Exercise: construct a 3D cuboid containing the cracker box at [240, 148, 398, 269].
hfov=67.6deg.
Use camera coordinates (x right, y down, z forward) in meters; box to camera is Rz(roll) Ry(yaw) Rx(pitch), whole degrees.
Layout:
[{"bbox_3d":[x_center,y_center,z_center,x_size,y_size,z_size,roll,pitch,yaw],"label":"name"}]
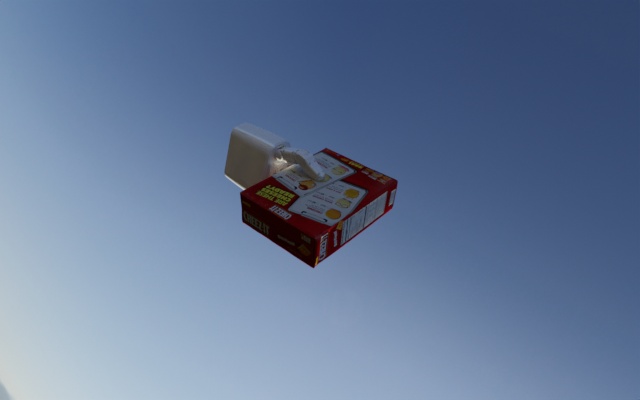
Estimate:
[{"bbox_3d":[0.000,0.002,0.799,0.164,0.072,0.213,29,43,31],"label":"cracker box"}]
